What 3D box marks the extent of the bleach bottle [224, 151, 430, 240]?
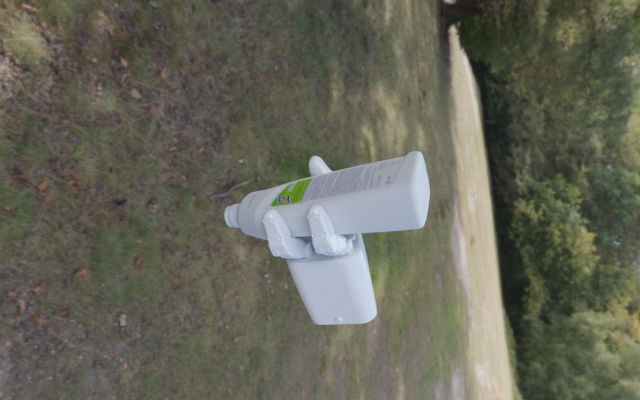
[{"bbox_3d":[0.000,0.002,0.584,0.251,0.068,0.102,-7,27,22],"label":"bleach bottle"}]
